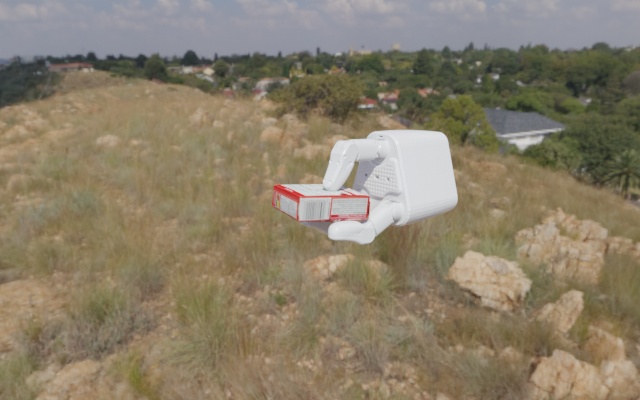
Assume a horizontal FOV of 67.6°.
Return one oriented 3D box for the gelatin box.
[{"bbox_3d":[0.000,0.001,0.538,0.089,0.030,0.073,-1,12,-28],"label":"gelatin box"}]
